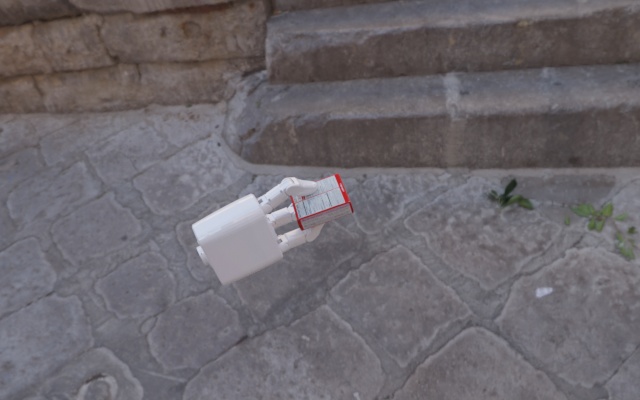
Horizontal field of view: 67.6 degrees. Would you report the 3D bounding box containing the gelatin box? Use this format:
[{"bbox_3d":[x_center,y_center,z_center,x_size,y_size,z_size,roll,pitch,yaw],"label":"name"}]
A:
[{"bbox_3d":[0.000,0.002,0.765,0.089,0.030,0.073,-20,43,1],"label":"gelatin box"}]
